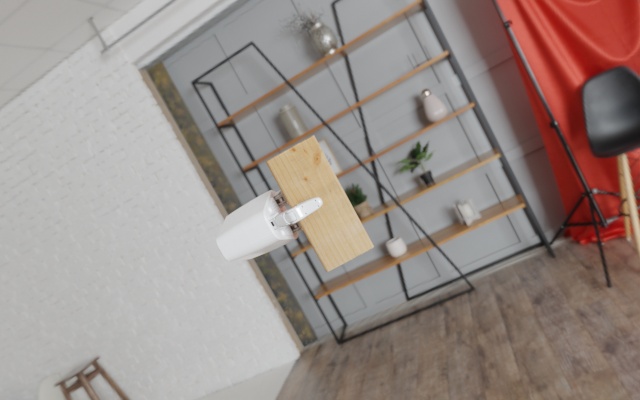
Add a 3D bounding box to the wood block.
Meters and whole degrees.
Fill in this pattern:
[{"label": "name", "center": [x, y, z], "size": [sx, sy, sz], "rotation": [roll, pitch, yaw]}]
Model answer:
[{"label": "wood block", "center": [0.000, 0.003, 0.807], "size": [0.090, 0.206, 0.091], "rotation": [-28, 6, 3]}]
